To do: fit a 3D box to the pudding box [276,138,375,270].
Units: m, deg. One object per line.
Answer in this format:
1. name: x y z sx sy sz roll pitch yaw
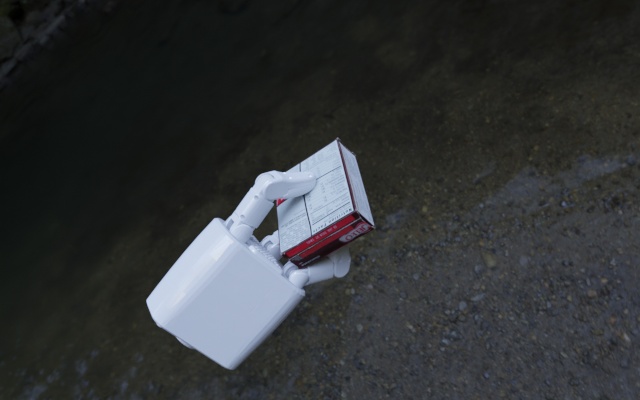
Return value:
1. pudding box: 0.000 0.002 0.485 0.090 0.113 0.039 -30 -47 20
